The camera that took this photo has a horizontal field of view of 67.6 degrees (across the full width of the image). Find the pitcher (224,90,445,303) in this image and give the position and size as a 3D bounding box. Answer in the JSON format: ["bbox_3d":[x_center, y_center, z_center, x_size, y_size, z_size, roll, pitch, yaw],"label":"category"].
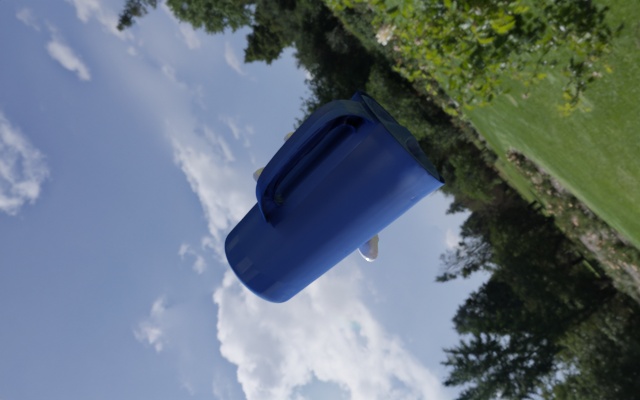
[{"bbox_3d":[0.000,0.002,0.529,0.243,0.149,0.145,-43,8,17],"label":"pitcher"}]
